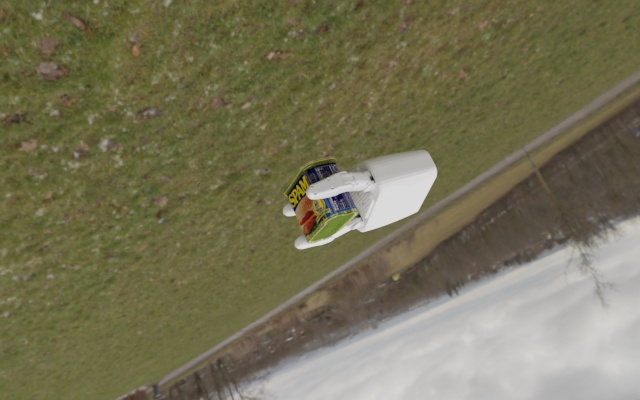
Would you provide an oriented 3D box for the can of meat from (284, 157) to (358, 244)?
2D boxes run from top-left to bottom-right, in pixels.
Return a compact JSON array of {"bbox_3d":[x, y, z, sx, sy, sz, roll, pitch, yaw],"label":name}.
[{"bbox_3d":[0.000,0.002,0.662,0.057,0.084,0.102,-15,-19,-30],"label":"can of meat"}]
